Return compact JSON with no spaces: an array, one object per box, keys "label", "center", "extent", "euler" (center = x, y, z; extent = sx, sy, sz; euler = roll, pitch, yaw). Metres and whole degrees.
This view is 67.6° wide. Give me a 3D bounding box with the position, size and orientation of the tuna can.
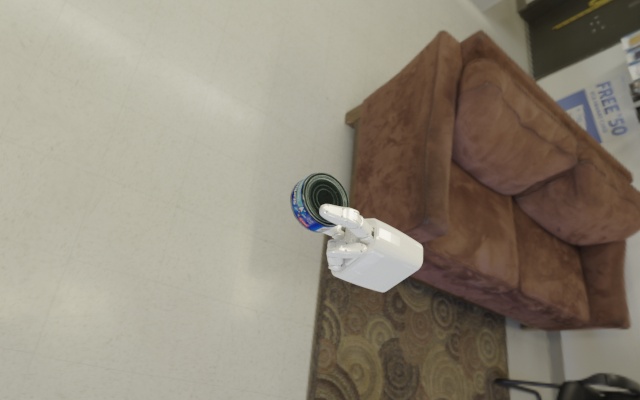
[{"label":"tuna can","center":[0.000,0.002,0.707],"extent":[0.086,0.086,0.034],"euler":[0,-18,-36]}]
